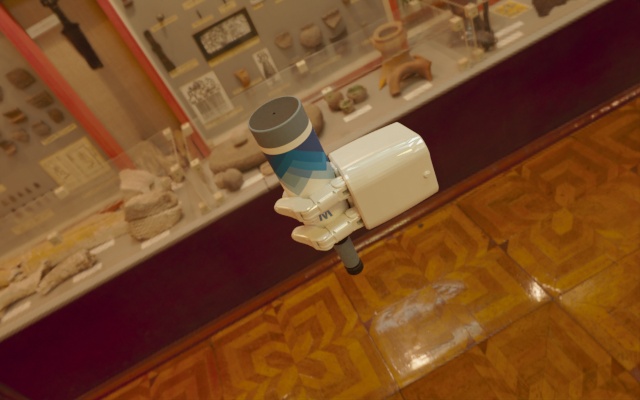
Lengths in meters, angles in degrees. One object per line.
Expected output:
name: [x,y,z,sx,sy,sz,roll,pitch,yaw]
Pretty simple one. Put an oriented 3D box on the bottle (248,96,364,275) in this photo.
bottle: [0.000,0.002,0.633,0.069,0.069,0.296,0,-43,30]
